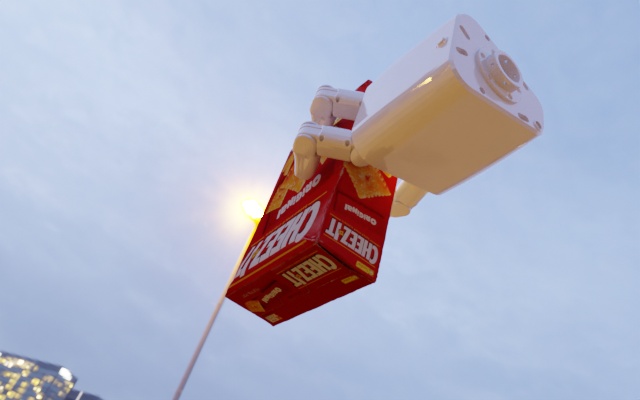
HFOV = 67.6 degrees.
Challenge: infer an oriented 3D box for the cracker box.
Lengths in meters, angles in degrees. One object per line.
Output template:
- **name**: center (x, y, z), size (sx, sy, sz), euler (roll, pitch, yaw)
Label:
- **cracker box**: center (0.000, 0.002, 0.486), size (0.072, 0.213, 0.164), euler (35, -41, -18)
